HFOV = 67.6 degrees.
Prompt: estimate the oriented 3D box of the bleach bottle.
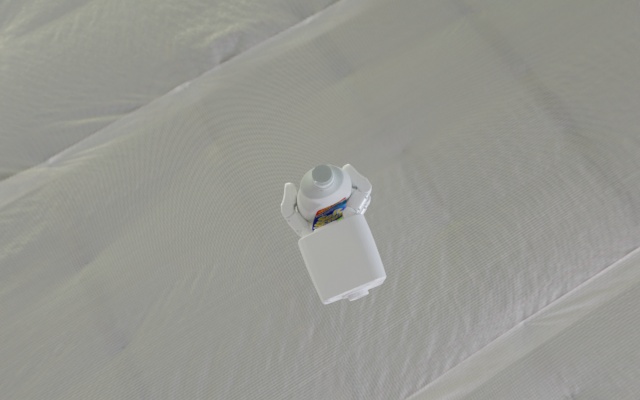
[{"bbox_3d":[0.000,0.002,0.777,0.102,0.068,0.251,-21,-17,-4],"label":"bleach bottle"}]
